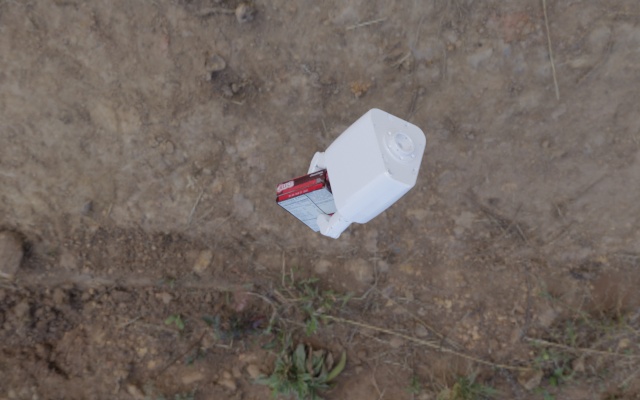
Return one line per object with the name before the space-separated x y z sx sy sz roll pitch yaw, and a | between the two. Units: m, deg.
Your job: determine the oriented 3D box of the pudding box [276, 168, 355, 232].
pudding box | 0.000 0.003 0.724 0.090 0.039 0.113 -15 -37 29
